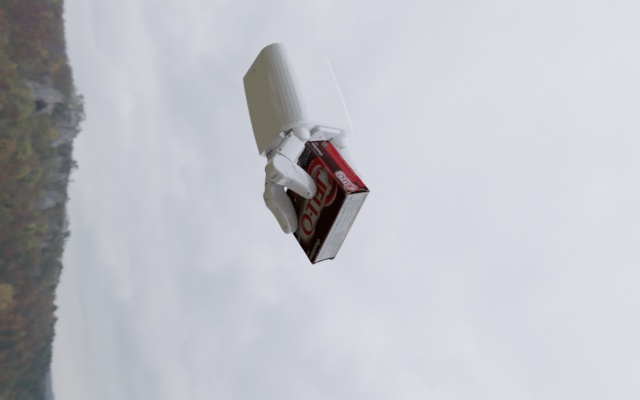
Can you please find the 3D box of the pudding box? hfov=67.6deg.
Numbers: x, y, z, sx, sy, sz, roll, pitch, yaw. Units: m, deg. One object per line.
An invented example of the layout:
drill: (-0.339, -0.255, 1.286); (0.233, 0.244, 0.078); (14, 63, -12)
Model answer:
pudding box: (0.000, 0.002, 0.542); (0.039, 0.114, 0.090); (-8, 47, -33)
